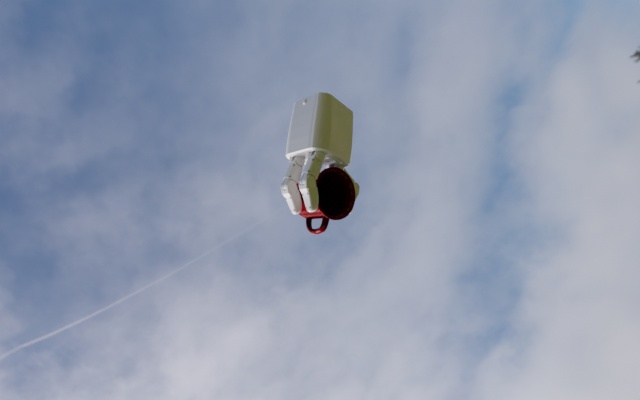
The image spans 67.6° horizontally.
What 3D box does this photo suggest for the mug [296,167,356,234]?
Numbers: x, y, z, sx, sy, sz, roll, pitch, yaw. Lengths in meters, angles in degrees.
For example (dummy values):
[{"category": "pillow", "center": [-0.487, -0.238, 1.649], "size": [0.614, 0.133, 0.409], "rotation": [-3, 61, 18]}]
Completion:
[{"category": "mug", "center": [0.000, 0.004, 0.853], "size": [0.093, 0.117, 0.081], "rotation": [17, -15, -36]}]
